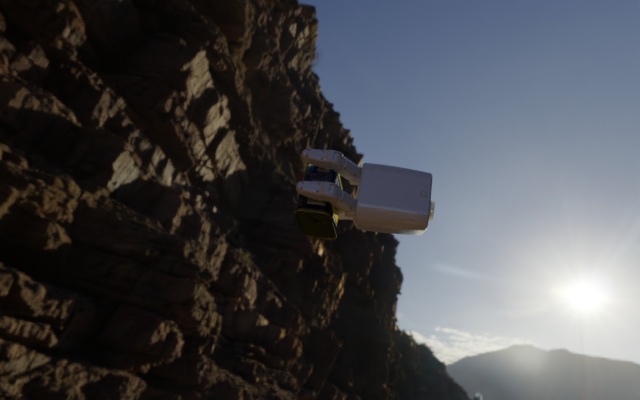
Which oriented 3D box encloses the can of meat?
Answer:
[{"bbox_3d":[0.000,0.002,0.734,0.057,0.084,0.102,6,-26,12],"label":"can of meat"}]
